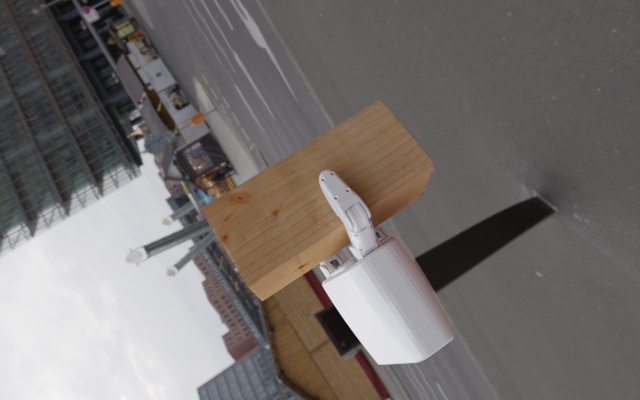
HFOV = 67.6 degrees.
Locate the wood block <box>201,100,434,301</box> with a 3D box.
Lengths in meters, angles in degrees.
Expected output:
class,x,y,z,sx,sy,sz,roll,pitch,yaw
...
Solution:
class,x,y,z,sx,sy,sz,roll,pitch,yaw
wood block,0.000,0.002,0.484,0.206,0.090,0.091,-32,-18,-9
